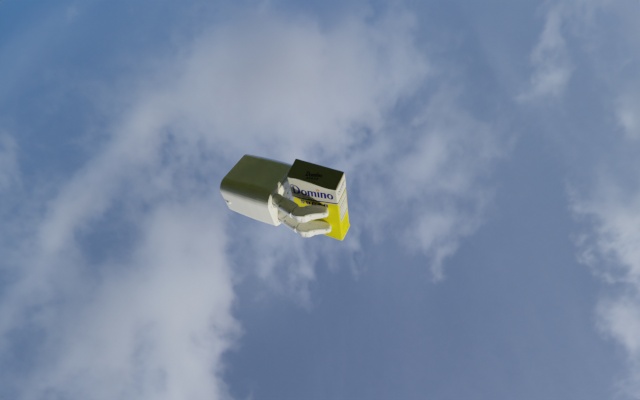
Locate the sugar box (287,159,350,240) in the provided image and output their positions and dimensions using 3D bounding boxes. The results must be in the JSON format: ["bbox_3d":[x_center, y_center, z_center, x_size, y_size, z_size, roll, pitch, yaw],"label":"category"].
[{"bbox_3d":[0.000,0.003,0.859,0.093,0.048,0.176,17,-26,17],"label":"sugar box"}]
